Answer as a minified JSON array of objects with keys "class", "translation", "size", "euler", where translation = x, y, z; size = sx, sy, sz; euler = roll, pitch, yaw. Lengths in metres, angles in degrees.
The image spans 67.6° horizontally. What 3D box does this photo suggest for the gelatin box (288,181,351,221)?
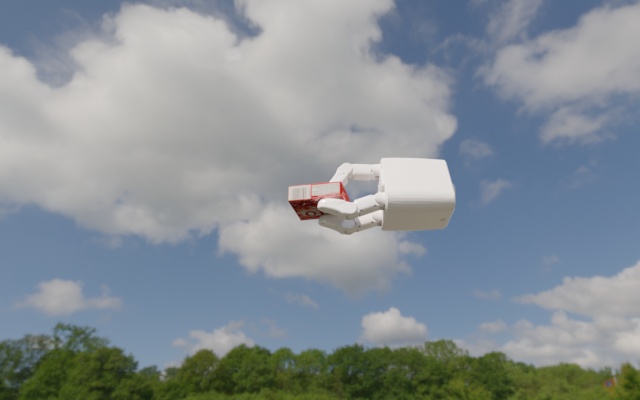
[{"class":"gelatin box","translation":[0.000,0.002,0.769],"size":[0.089,0.030,0.073],"euler":[-5,-28,13]}]
